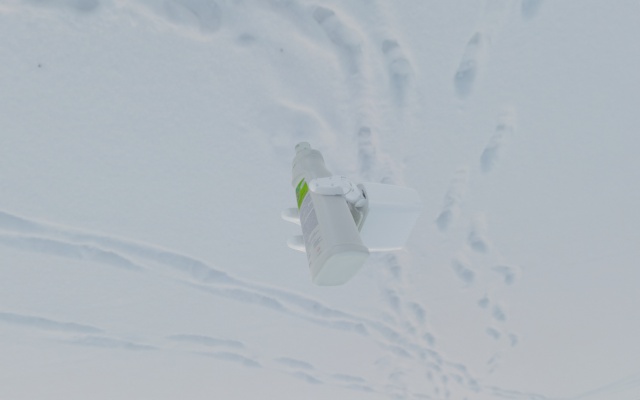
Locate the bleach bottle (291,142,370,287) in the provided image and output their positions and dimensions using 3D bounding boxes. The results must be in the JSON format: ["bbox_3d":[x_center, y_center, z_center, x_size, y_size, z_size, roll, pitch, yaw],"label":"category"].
[{"bbox_3d":[0.000,0.003,0.746,0.068,0.250,0.103,3,-39,-25],"label":"bleach bottle"}]
